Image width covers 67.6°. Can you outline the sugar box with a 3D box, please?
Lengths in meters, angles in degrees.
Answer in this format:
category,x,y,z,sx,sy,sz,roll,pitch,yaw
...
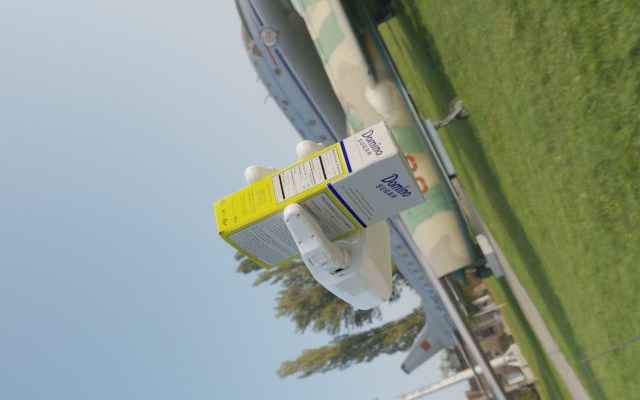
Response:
category,x,y,z,sx,sy,sz,roll,pitch,yaw
sugar box,0.000,0.001,0.447,0.176,0.048,0.093,-26,-36,12
